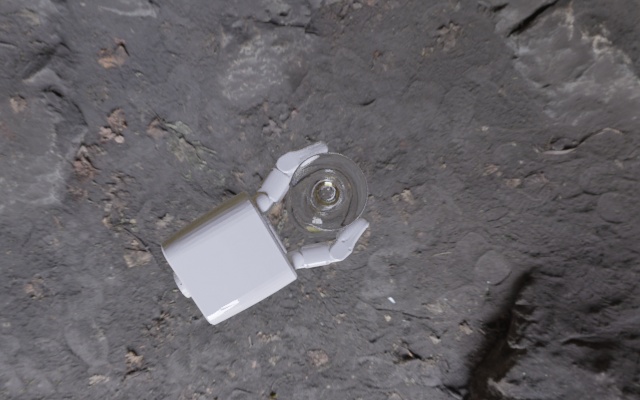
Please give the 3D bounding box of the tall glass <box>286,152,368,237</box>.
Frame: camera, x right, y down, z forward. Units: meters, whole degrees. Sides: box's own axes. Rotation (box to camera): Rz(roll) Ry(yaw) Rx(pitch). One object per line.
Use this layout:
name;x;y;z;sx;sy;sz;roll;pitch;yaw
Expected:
tall glass;0.000;0.002;0.543;0.079;0.079;0.201;0;-6;-4
